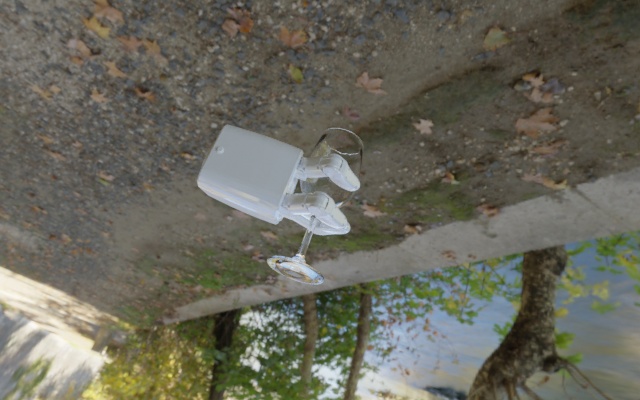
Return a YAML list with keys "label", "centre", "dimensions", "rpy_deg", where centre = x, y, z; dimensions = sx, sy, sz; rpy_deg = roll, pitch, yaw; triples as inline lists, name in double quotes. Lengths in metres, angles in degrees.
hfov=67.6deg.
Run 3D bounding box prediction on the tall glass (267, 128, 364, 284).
- label: "tall glass"
  centre: [0.000, 0.003, 0.624]
  dimensions: [0.079, 0.201, 0.079]
  rpy_deg: [17, -26, 8]
